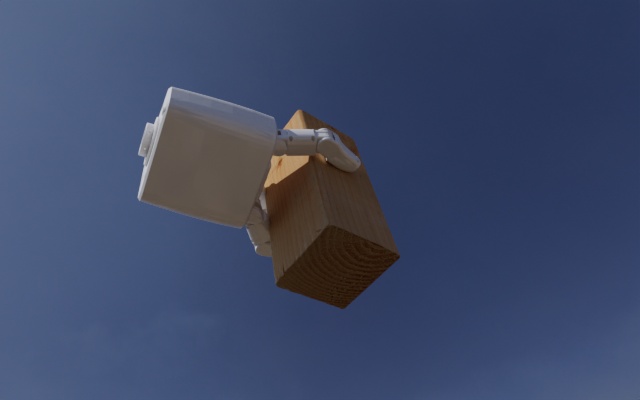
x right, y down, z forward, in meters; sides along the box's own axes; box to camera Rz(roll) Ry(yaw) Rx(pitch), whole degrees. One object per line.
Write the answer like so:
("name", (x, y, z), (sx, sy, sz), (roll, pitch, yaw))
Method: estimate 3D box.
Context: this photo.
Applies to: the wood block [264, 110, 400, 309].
("wood block", (0.000, 0.001, 0.526), (0.090, 0.091, 0.206), (26, 30, -29))
